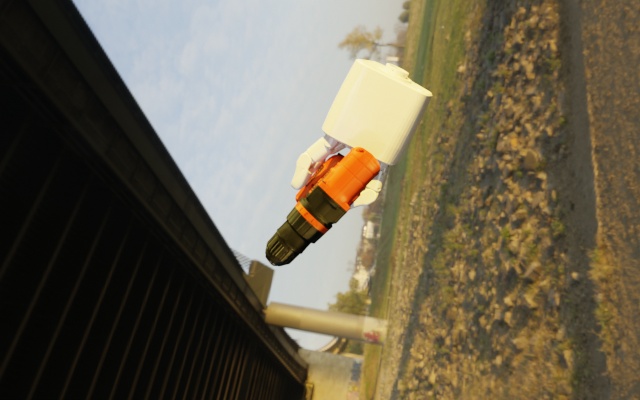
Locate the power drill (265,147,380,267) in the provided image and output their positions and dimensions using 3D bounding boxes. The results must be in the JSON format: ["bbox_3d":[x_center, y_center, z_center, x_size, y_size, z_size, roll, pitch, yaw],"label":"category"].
[{"bbox_3d":[0.000,0.002,0.658,0.057,0.184,0.187,44,5,-7],"label":"power drill"}]
